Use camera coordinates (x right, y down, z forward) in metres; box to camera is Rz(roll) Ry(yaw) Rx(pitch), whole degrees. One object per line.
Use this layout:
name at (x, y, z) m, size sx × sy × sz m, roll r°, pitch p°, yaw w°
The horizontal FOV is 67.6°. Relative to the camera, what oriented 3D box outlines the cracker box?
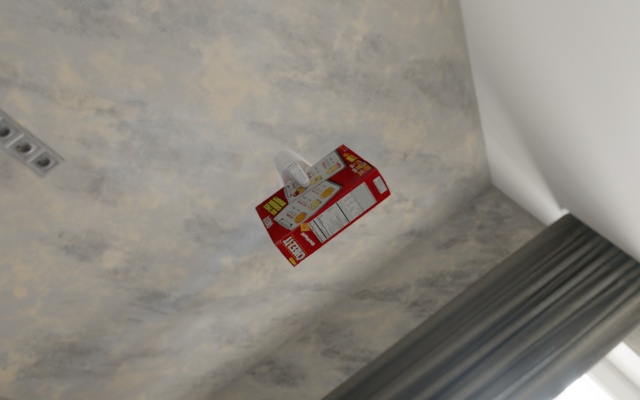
cracker box at (0.000, 0.003, 0.868) m, size 0.213 × 0.072 × 0.164 m, roll -37°, pitch 28°, yaw -2°
